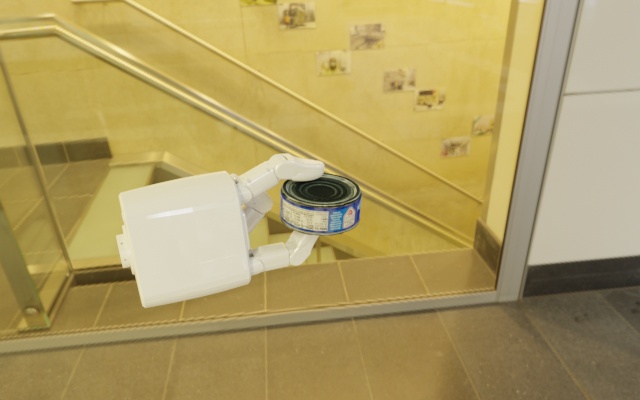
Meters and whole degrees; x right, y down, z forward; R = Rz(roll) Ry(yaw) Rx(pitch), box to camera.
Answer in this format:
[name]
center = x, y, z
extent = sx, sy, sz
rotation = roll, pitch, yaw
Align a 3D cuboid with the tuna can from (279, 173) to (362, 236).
[tuna can]
center = 0.000, 0.001, 0.500
extent = 0.086, 0.034, 0.086
rotation = 3, 26, -1
